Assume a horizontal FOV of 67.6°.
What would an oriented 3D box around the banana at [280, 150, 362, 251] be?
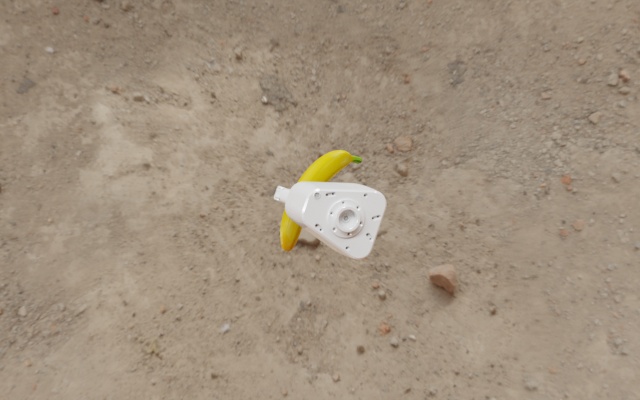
[{"bbox_3d":[-0.010,-0.012,0.749,0.070,0.198,0.037,45,-11,-26],"label":"banana"}]
